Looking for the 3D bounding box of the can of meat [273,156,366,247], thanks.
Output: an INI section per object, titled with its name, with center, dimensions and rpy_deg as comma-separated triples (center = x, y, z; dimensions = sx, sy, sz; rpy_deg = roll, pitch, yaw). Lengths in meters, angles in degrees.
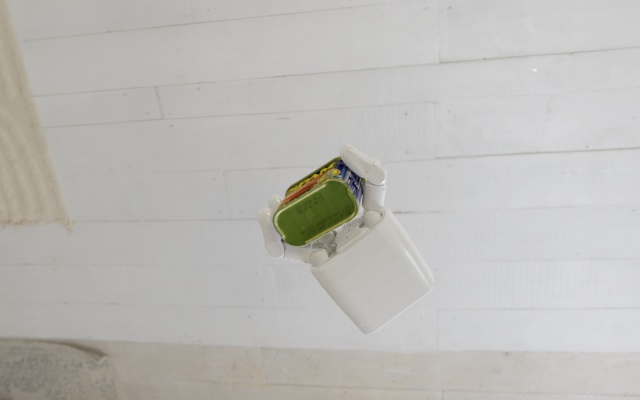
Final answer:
[can of meat]
center = 0.000, 0.002, 0.548
dimensions = 0.102, 0.057, 0.084
rpy_deg = -31, 13, 18
